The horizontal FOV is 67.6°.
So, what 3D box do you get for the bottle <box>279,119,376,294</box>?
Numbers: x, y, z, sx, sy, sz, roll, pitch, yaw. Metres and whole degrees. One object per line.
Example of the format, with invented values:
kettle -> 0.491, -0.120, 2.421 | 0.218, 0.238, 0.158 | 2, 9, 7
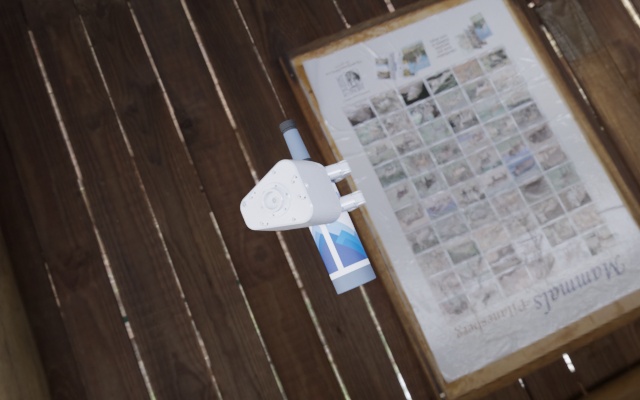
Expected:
bottle -> 0.000, 0.003, 0.780 | 0.069, 0.295, 0.069 | -23, -10, -4
